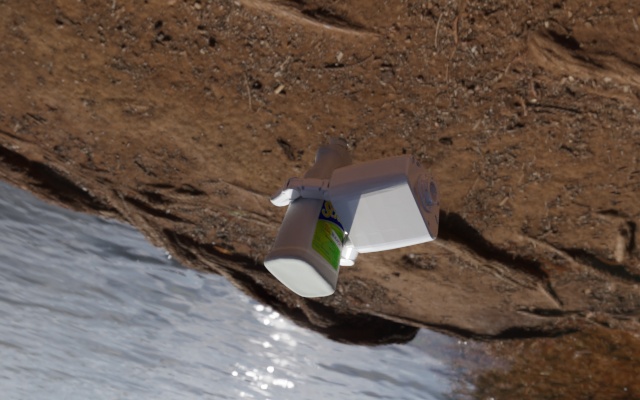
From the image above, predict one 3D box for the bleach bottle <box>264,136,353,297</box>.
[{"bbox_3d":[0.000,0.002,0.671,0.068,0.250,0.103,-12,-44,31],"label":"bleach bottle"}]
